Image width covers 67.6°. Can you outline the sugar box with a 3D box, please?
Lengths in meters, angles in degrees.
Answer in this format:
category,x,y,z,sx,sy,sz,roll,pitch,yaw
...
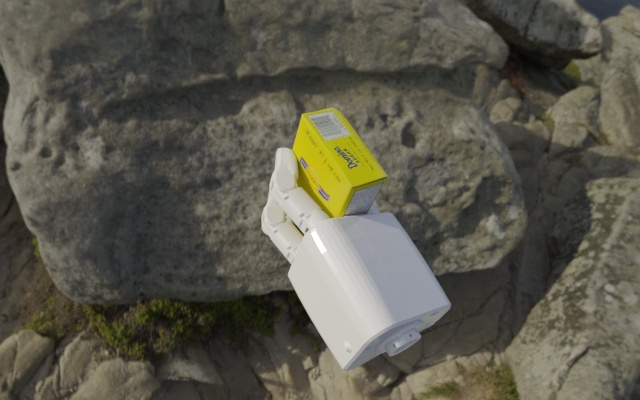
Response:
category,x,y,z,sx,sy,sz,roll,pitch,yaw
sugar box,0.000,0.002,0.488,0.048,0.093,0.176,-16,-31,-29
